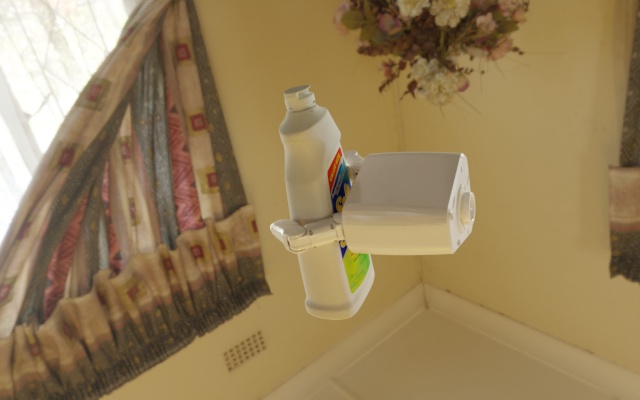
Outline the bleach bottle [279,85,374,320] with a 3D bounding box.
[{"bbox_3d":[0.000,0.002,0.530,0.068,0.251,0.102,0,27,28],"label":"bleach bottle"}]
